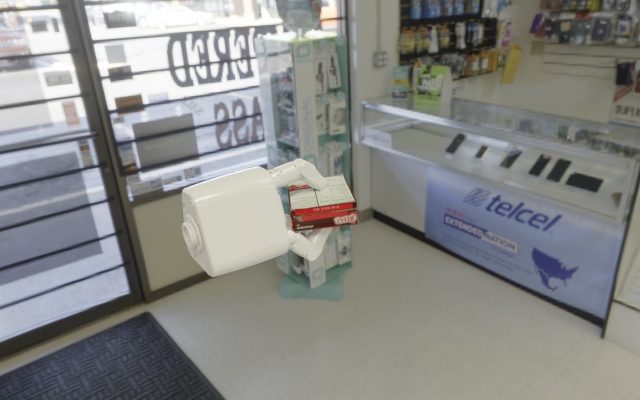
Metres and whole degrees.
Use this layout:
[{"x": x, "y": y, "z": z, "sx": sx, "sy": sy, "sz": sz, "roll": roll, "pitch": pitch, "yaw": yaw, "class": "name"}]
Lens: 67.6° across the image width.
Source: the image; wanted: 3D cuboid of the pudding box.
[{"x": 0.000, "y": 0.002, "z": 0.674, "sx": 0.090, "sy": 0.039, "sz": 0.113, "roll": -6, "pitch": 24, "yaw": -4, "class": "pudding box"}]
